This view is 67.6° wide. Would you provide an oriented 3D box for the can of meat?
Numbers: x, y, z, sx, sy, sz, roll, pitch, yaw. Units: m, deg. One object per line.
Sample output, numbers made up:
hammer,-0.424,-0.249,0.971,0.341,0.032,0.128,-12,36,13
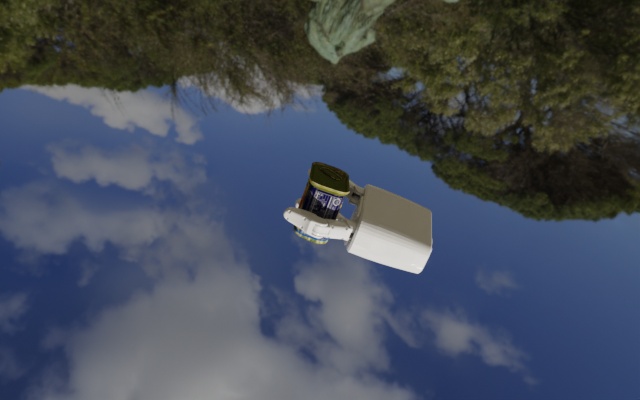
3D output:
can of meat,0.000,0.003,0.681,0.057,0.084,0.102,19,21,-5
